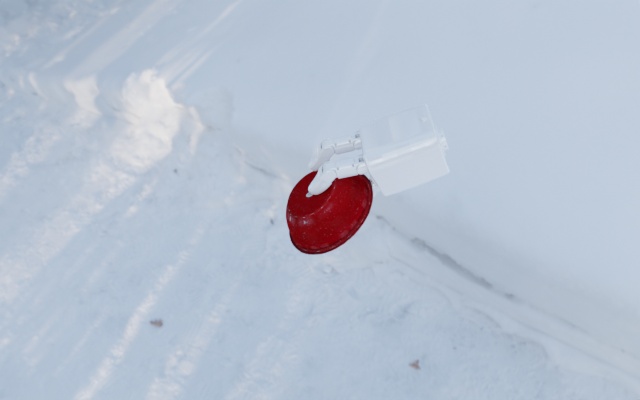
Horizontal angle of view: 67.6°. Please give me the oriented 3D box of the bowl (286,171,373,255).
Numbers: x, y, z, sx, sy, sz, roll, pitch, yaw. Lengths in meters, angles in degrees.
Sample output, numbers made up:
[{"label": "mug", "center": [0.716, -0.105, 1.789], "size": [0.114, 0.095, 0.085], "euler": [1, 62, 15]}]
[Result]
[{"label": "bowl", "center": [-0.001, 0.003, 0.751], "size": [0.162, 0.162, 0.055], "euler": [0, -33, 43]}]
